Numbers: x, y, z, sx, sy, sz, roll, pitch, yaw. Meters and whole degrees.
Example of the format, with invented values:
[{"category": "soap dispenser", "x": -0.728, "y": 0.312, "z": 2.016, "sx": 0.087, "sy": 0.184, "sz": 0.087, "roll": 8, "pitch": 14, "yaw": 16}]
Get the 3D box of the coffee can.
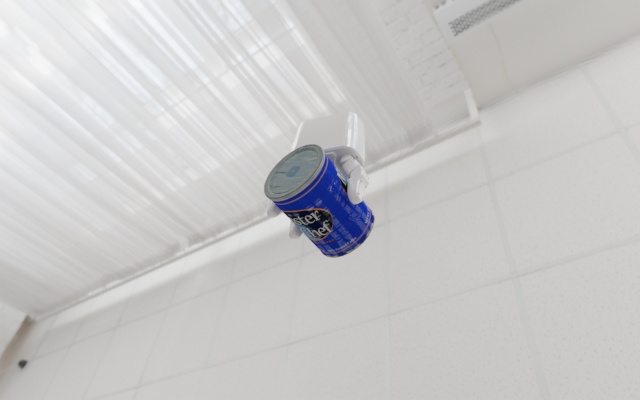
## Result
[{"category": "coffee can", "x": 0.000, "y": 0.002, "z": 0.700, "sx": 0.103, "sy": 0.102, "sz": 0.140, "roll": 0, "pitch": -40, "yaw": 47}]
